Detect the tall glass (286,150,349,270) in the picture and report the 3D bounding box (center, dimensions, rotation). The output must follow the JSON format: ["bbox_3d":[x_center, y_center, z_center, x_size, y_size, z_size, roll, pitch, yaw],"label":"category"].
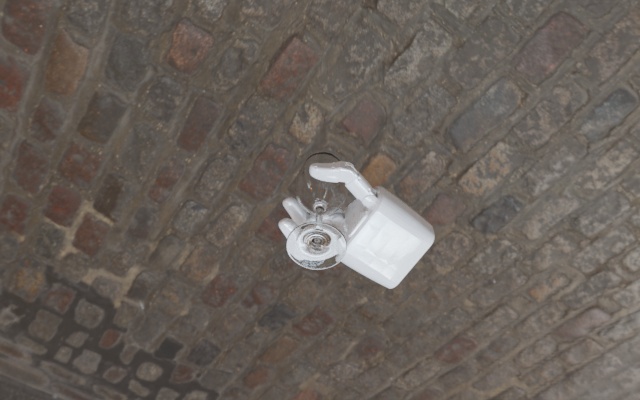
[{"bbox_3d":[0.000,0.002,0.661,0.079,0.079,0.201,0,33,3],"label":"tall glass"}]
